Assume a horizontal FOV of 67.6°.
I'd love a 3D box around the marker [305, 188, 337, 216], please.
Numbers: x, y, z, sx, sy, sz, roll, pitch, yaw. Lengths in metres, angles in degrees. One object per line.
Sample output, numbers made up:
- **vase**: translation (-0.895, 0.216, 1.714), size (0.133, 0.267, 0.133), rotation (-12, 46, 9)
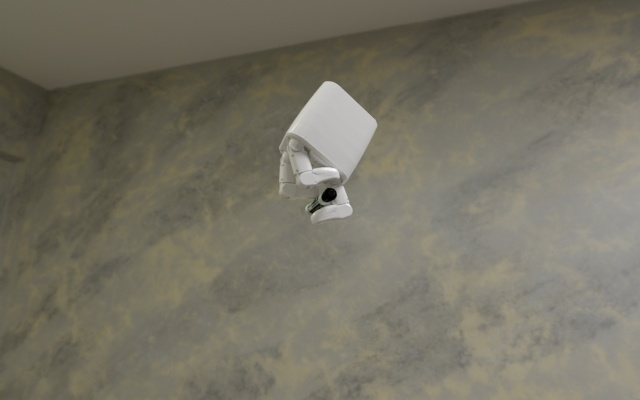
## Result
- **marker**: translation (0.000, 0.002, 0.709), size (0.020, 0.020, 0.121), rotation (0, -12, -15)
